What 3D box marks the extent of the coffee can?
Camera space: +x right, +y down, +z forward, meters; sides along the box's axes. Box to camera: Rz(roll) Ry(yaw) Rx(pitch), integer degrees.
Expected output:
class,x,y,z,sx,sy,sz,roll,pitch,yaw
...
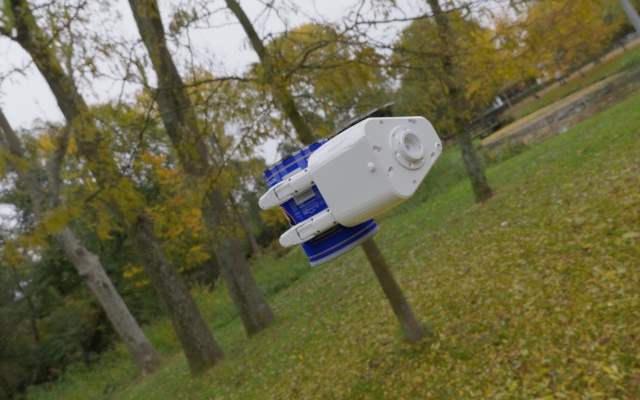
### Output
class,x,y,z,sx,sy,sz,roll,pitch,yaw
coffee can,0.000,0.002,0.634,0.103,0.140,0.103,-29,0,0
